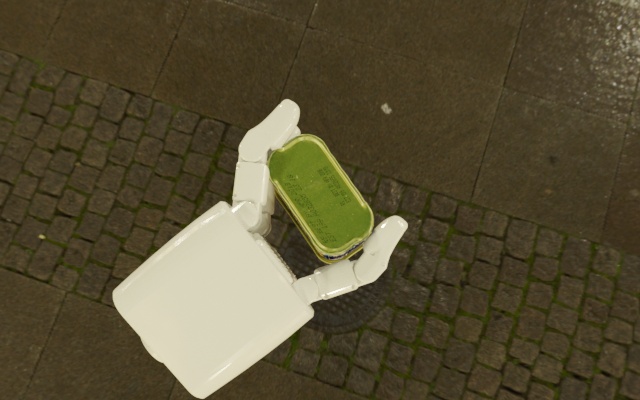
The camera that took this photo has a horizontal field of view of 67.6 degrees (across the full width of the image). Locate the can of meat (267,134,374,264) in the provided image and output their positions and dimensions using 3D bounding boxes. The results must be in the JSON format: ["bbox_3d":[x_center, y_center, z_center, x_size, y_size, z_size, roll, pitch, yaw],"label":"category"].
[{"bbox_3d":[0.000,0.001,0.402,0.057,0.102,0.084,-35,-9,-4],"label":"can of meat"}]
